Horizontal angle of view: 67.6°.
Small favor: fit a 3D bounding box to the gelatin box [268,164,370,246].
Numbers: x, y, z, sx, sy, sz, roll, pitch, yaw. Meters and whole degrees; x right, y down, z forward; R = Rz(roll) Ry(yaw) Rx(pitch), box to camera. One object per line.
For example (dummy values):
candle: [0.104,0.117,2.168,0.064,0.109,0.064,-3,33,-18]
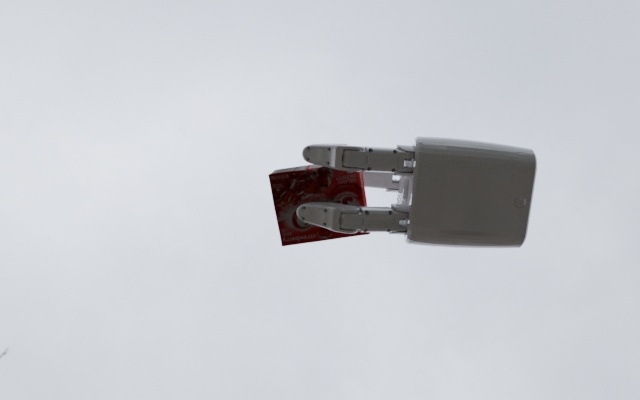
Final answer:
gelatin box: [0.000,0.001,0.465,0.089,0.073,0.030,-8,11,10]
